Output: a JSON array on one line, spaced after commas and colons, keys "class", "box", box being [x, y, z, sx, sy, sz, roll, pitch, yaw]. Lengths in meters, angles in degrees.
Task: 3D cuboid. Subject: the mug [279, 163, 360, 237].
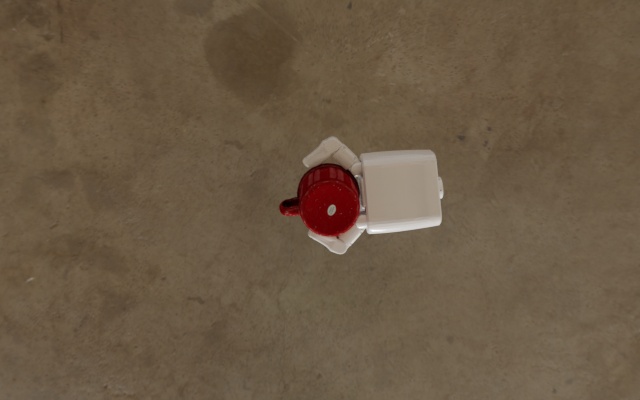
[{"class": "mug", "box": [-0.001, 0.002, 0.666, 0.117, 0.093, 0.081, -7, 15, 1]}]
